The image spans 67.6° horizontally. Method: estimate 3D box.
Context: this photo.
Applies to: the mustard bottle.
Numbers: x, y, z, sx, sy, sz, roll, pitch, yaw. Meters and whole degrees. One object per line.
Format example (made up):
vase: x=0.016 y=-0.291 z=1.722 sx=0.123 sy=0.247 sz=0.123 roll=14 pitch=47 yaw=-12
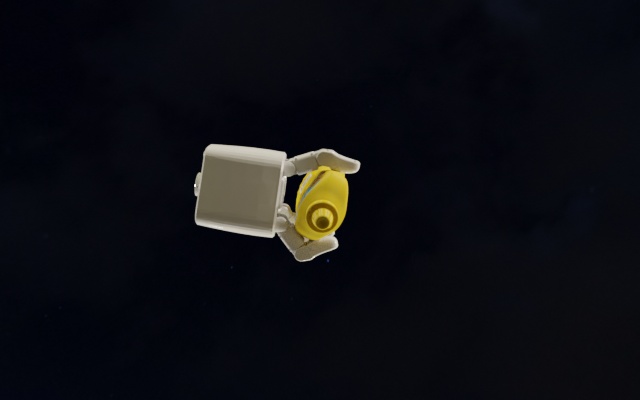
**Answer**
mustard bottle: x=0.000 y=0.002 z=0.653 sx=0.058 sy=0.096 sz=0.191 roll=32 pitch=12 yaw=-8
